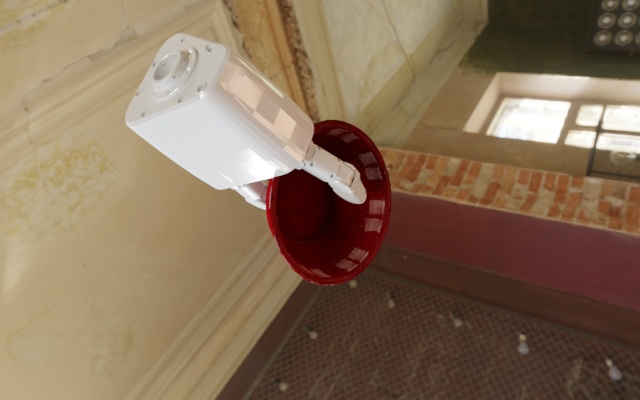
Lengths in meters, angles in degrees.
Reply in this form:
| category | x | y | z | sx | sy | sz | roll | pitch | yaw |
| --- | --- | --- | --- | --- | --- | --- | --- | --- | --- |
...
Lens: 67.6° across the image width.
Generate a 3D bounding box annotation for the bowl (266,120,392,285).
| category | x | y | z | sx | sy | sz | roll | pitch | yaw |
| --- | --- | --- | --- | --- | --- | --- | --- | --- | --- |
| bowl | 0.001 | 0.002 | 0.488 | 0.162 | 0.162 | 0.055 | 0 | 2 | -41 |
